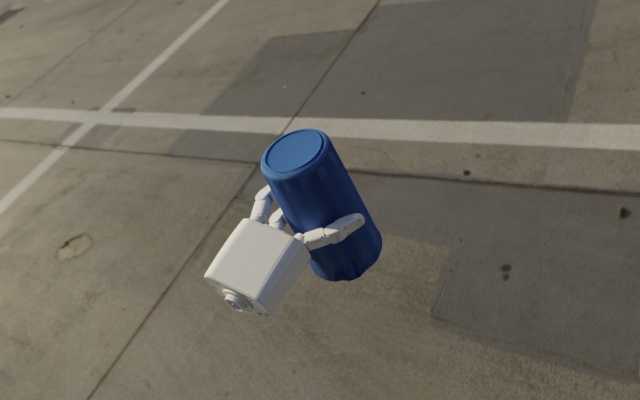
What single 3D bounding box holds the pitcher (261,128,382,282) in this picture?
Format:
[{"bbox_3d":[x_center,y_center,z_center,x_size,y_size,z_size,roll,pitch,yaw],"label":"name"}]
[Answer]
[{"bbox_3d":[0.000,0.003,0.759,0.149,0.145,0.243,13,-35,36],"label":"pitcher"}]
